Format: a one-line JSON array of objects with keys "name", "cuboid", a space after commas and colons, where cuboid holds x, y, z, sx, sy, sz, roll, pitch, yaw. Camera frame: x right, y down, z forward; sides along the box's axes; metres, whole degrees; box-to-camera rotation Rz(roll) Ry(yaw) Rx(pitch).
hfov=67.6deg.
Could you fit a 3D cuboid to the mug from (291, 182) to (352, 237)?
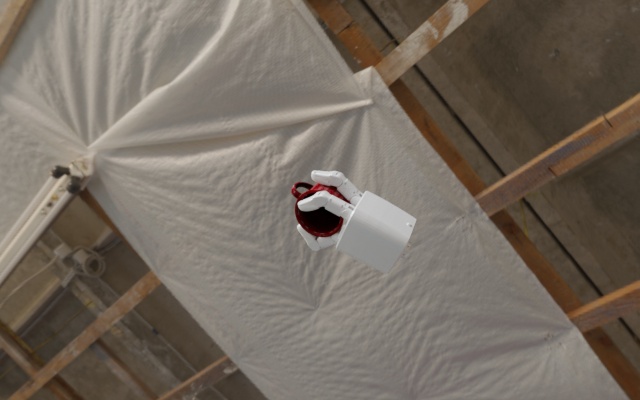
[{"name": "mug", "cuboid": [-0.001, 0.002, 0.882, 0.117, 0.093, 0.081, 30, 30, 7]}]
